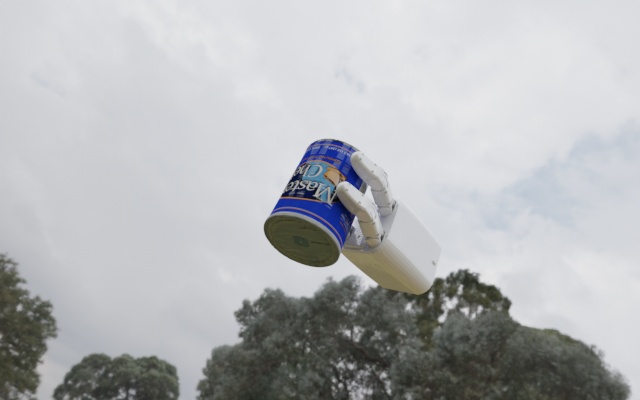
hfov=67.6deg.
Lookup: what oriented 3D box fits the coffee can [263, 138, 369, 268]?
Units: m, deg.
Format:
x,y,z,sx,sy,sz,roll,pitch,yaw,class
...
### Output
x,y,z,sx,sy,sz,roll,pitch,yaw,class
0.000,0.002,0.632,0.103,0.140,0.103,17,-37,13,coffee can
